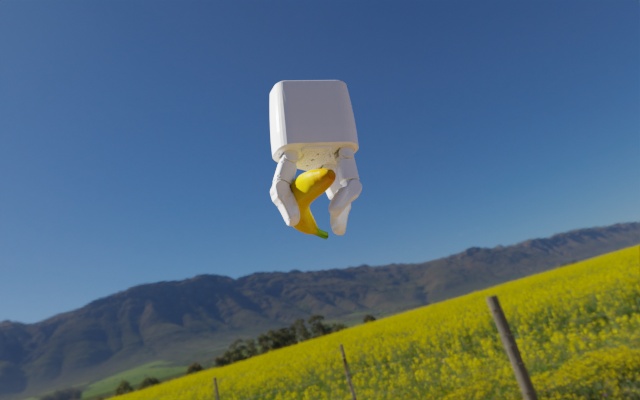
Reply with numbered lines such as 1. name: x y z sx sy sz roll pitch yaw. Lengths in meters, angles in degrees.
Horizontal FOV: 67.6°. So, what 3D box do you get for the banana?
1. banana: -0.019 0.003 0.661 0.069 0.037 0.198 2 -25 -1
